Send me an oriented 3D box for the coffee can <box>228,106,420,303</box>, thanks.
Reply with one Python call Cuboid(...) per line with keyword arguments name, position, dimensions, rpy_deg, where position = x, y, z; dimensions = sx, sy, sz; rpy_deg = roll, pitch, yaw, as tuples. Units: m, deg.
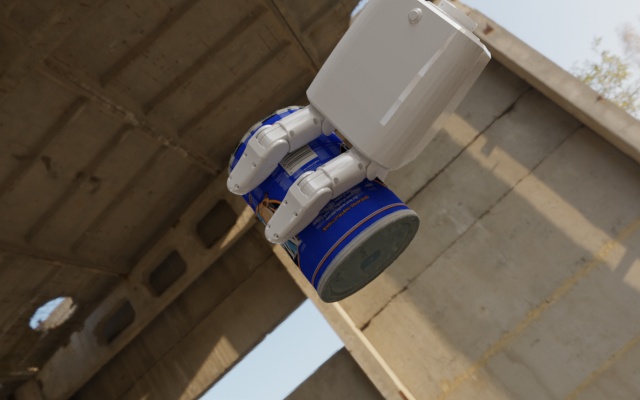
Cuboid(name="coffee can", position=(0.000, 0.002, 0.412), dimensions=(0.140, 0.103, 0.103), rpy_deg=(48, 26, 25))
